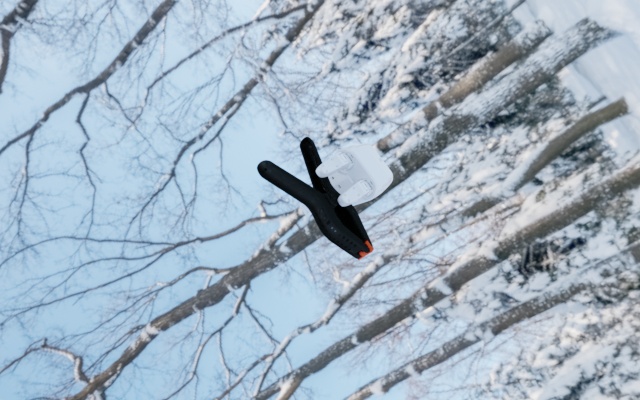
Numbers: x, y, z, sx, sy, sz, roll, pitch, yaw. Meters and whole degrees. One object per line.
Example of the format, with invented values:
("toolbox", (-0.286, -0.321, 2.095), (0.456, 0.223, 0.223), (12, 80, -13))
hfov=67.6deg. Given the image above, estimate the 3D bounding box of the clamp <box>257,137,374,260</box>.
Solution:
("clamp", (0.000, 0.003, 0.708), (0.036, 0.210, 0.164), (-37, -4, 30))
